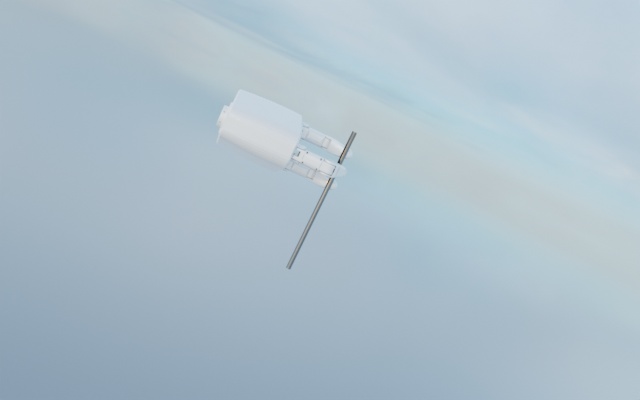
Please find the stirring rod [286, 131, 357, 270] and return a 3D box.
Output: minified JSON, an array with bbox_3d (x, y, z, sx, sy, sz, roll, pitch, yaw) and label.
[{"bbox_3d":[0.000,0.003,0.746,0.011,0.239,0.011,25,10,-5],"label":"stirring rod"}]
